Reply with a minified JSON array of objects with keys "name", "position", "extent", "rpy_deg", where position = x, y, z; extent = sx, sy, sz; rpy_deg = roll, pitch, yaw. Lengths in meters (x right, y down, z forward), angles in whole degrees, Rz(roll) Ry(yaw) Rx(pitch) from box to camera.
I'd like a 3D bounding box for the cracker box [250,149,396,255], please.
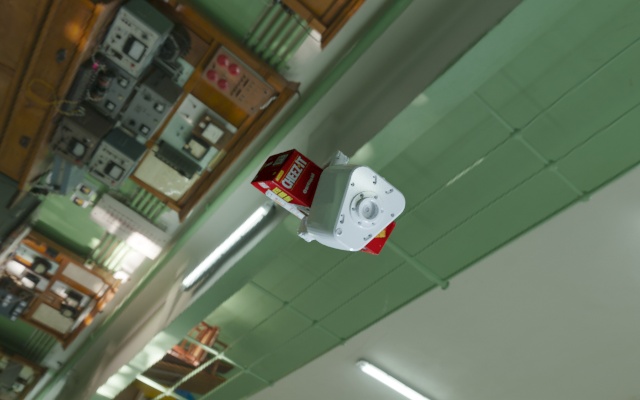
[{"name":"cracker box","position":[0.000,0.003,0.817],"extent":[0.214,0.072,0.164],"rpy_deg":[36,-11,-17]}]
